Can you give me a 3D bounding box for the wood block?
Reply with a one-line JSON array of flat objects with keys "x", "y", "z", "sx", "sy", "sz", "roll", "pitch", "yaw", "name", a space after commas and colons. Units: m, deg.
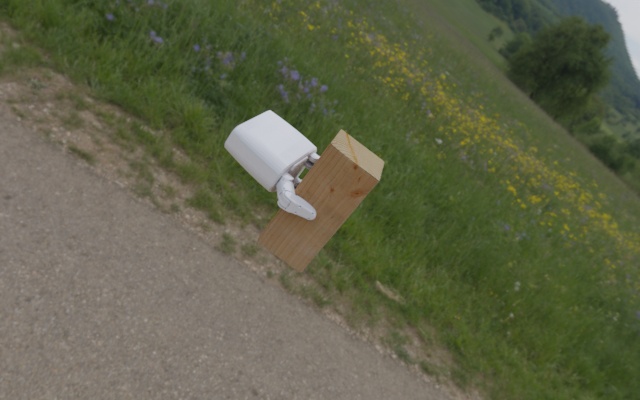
[{"x": 0.000, "y": 0.002, "z": 0.759, "sx": 0.090, "sy": 0.206, "sz": 0.090, "roll": 37, "pitch": 25, "yaw": -3, "name": "wood block"}]
